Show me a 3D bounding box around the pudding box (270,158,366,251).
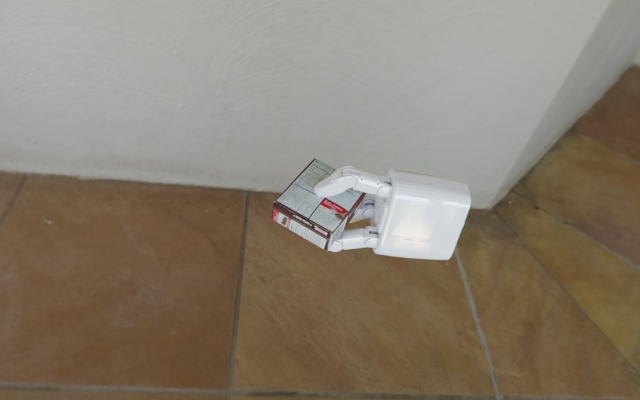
[{"bbox_3d":[0.000,0.002,0.642,0.090,0.039,0.113,28,45,12],"label":"pudding box"}]
